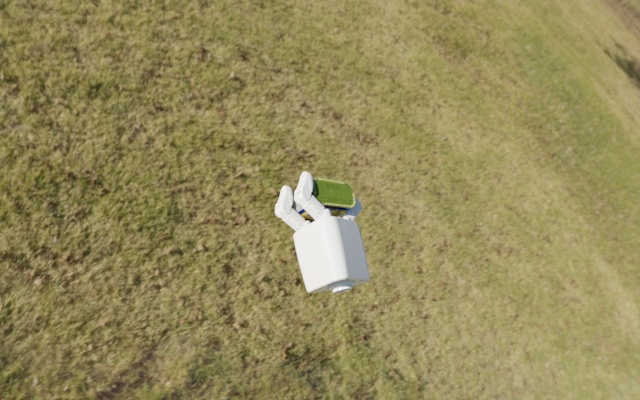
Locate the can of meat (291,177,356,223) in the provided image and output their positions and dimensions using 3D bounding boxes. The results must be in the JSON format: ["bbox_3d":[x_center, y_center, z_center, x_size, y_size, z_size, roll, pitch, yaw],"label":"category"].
[{"bbox_3d":[0.000,0.003,0.856,0.102,0.057,0.084,7,-27,-40],"label":"can of meat"}]
